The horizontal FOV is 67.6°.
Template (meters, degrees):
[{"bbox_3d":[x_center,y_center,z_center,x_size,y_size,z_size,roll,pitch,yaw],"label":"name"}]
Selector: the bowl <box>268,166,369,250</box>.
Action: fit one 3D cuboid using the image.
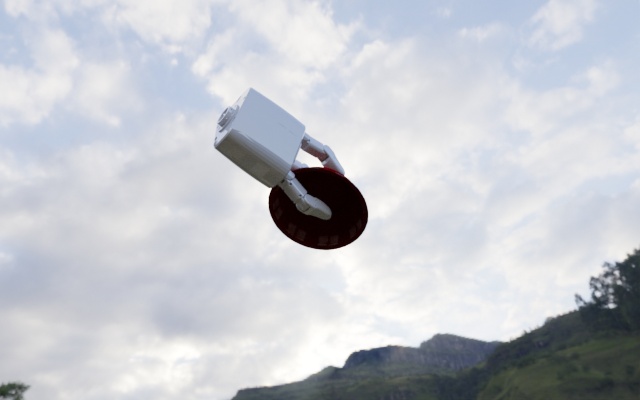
[{"bbox_3d":[0.001,0.003,0.769,0.162,0.162,0.055,0,35,14],"label":"bowl"}]
